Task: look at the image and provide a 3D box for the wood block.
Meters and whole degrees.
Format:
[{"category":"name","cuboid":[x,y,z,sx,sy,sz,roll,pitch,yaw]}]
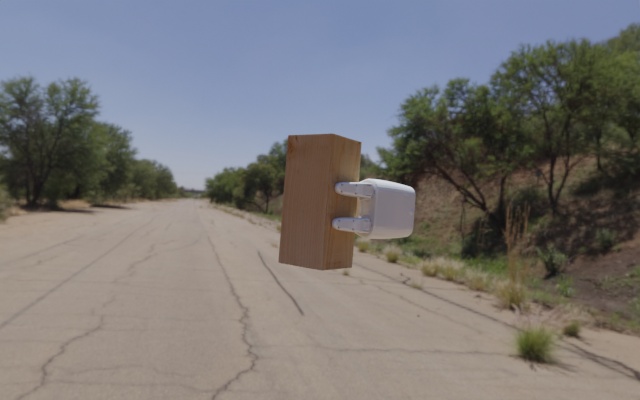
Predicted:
[{"category":"wood block","cuboid":[0.000,0.002,0.773,0.091,0.206,0.090,4,-1,37]}]
